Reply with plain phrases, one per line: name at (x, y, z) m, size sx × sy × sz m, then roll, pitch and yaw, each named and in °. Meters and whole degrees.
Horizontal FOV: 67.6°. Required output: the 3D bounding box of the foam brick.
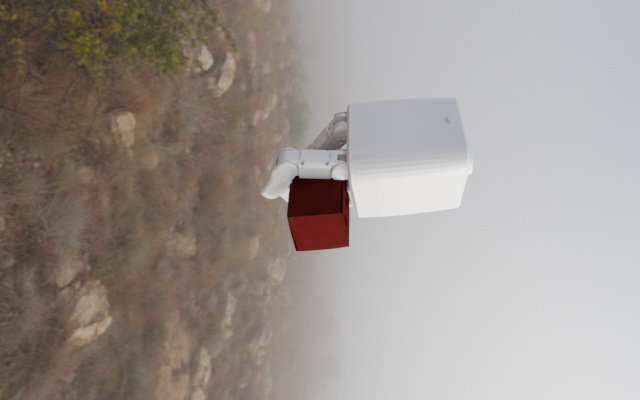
foam brick at (0.000, 0.002, 0.456) m, size 0.051 × 0.078 × 0.053 m, roll -3°, pitch -41°, yaw 8°
